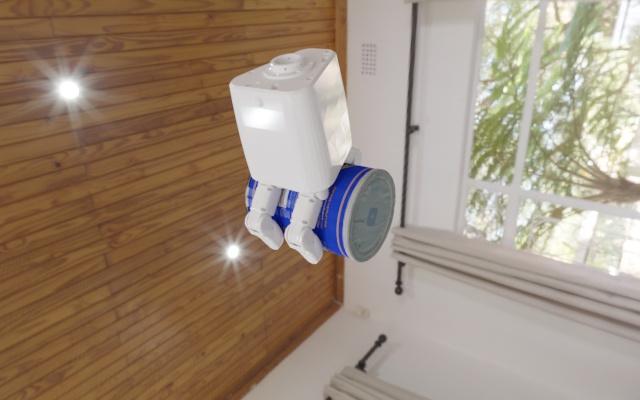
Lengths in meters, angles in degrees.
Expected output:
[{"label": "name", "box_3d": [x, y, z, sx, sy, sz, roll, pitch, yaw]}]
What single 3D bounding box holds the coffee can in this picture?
[{"label": "coffee can", "box_3d": [0.000, 0.002, 0.546, 0.140, 0.103, 0.103, 15, 8, 32]}]
